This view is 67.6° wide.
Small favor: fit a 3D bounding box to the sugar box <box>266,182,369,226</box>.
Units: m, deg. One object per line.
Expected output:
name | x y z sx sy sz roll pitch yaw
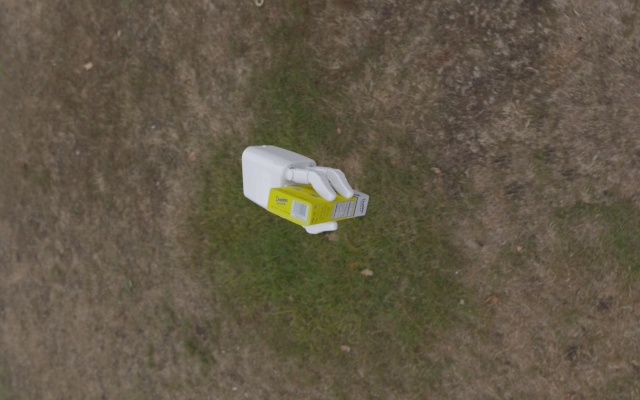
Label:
sugar box | 0.000 0.002 0.838 0.093 0.048 0.176 21 20 33
